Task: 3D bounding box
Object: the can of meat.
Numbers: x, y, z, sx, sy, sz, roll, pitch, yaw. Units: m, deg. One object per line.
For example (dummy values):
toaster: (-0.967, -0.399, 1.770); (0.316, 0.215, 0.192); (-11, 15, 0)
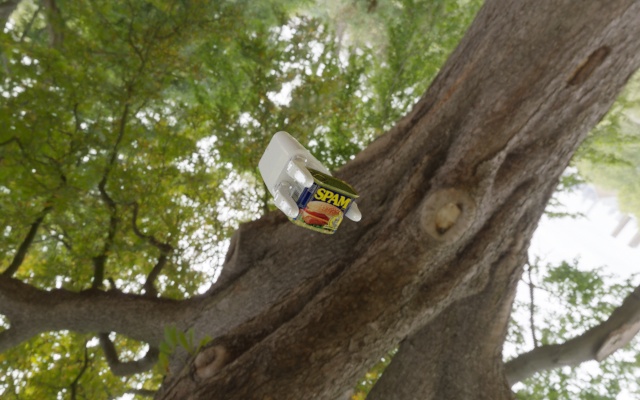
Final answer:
can of meat: (0.000, 0.003, 0.798); (0.102, 0.084, 0.057); (19, 19, -35)
